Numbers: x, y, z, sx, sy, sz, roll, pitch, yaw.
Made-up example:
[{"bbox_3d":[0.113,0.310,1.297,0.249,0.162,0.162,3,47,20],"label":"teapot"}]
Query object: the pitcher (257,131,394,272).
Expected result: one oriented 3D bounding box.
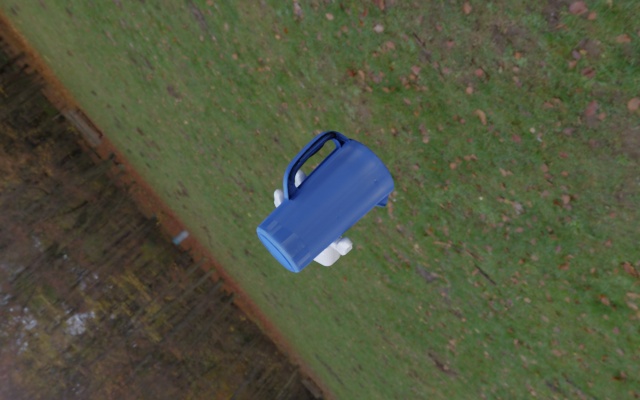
[{"bbox_3d":[0.000,0.003,0.857,0.149,0.243,0.145,41,-17,21],"label":"pitcher"}]
